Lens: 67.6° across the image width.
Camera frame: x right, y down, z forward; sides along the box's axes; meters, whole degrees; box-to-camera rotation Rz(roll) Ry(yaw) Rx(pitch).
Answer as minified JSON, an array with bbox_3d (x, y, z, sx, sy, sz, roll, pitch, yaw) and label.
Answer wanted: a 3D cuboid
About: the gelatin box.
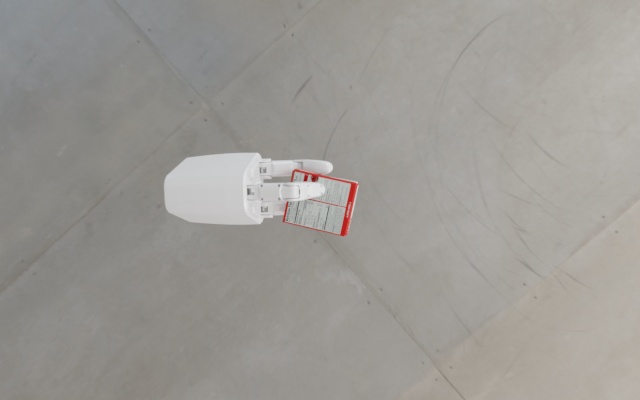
[{"bbox_3d":[0.000,0.002,0.634,0.089,0.073,0.030,13,6,8],"label":"gelatin box"}]
